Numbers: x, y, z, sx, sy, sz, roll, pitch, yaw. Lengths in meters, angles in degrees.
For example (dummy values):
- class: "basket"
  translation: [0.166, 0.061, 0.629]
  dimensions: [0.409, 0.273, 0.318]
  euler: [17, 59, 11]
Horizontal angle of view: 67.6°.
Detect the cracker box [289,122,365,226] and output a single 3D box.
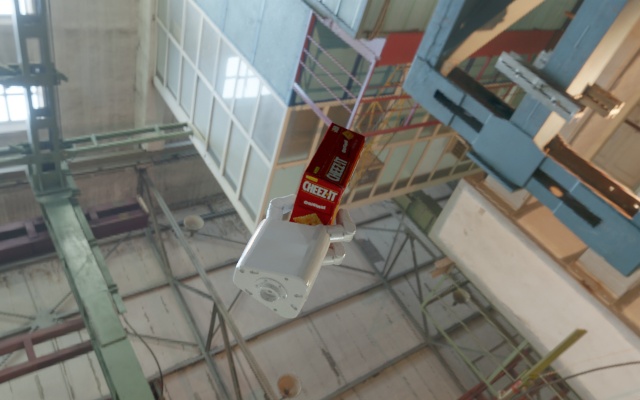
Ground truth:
- class: "cracker box"
  translation: [0.000, 0.003, 0.808]
  dimensions: [0.072, 0.214, 0.164]
  euler: [22, 39, 2]
